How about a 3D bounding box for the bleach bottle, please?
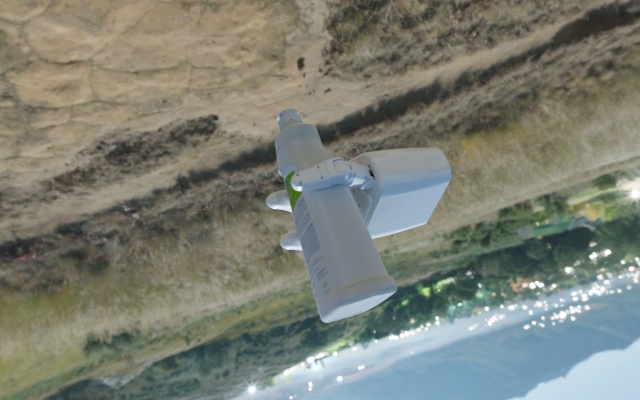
[{"bbox_3d":[0.000,0.002,0.538,0.068,0.250,0.103,-10,-23,-24],"label":"bleach bottle"}]
